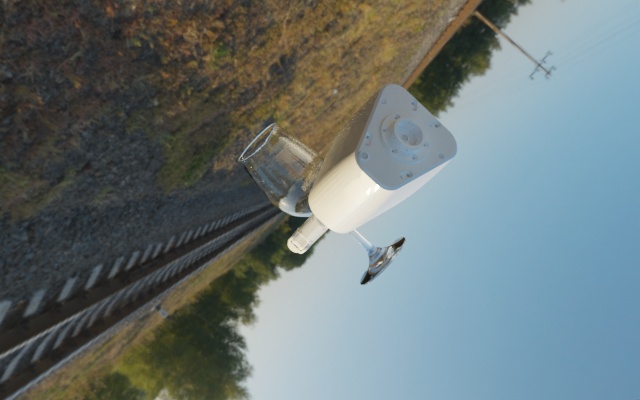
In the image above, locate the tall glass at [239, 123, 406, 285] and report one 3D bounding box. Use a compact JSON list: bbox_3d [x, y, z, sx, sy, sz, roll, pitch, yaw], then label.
[{"bbox_3d":[0.000,0.002,0.547,0.201,0.079,0.079,43,-1,-1],"label":"tall glass"}]
